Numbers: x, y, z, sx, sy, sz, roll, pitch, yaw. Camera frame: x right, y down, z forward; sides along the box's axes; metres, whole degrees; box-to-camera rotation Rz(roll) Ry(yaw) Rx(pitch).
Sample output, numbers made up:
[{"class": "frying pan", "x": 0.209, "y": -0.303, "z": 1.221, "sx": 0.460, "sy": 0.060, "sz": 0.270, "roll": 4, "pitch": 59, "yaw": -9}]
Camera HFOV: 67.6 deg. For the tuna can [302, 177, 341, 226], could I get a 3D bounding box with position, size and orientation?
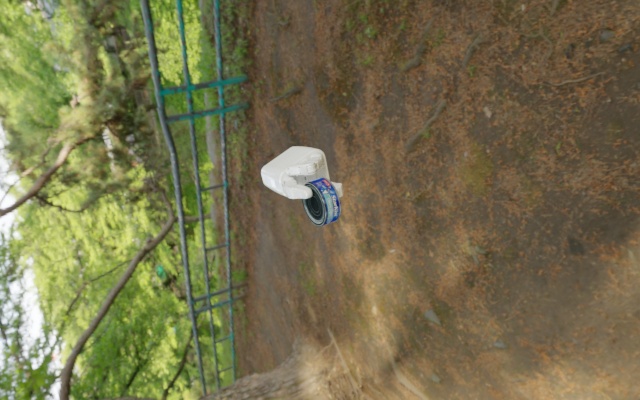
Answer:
[{"class": "tuna can", "x": 0.000, "y": 0.003, "z": 0.874, "sx": 0.034, "sy": 0.086, "sz": 0.086, "roll": -19, "pitch": 9, "yaw": -28}]
